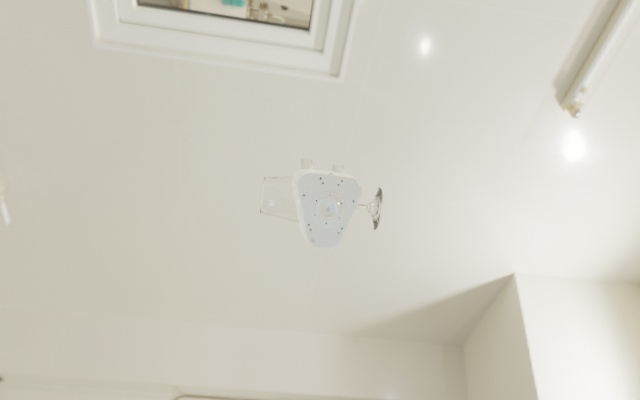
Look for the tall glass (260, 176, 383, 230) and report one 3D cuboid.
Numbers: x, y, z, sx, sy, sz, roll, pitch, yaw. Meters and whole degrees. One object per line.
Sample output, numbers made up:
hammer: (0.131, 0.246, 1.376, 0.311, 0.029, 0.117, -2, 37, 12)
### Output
tall glass: (0.001, 0.003, 0.814, 0.201, 0.079, 0.079, 7, -1, -6)
